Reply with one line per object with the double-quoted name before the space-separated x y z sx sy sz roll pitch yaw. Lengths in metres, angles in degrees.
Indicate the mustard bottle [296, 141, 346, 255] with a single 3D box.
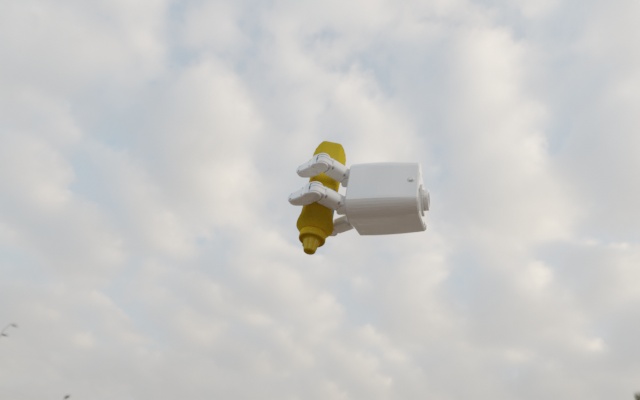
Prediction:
"mustard bottle" 0.000 0.002 0.761 0.058 0.191 0.096 12 -38 -1
